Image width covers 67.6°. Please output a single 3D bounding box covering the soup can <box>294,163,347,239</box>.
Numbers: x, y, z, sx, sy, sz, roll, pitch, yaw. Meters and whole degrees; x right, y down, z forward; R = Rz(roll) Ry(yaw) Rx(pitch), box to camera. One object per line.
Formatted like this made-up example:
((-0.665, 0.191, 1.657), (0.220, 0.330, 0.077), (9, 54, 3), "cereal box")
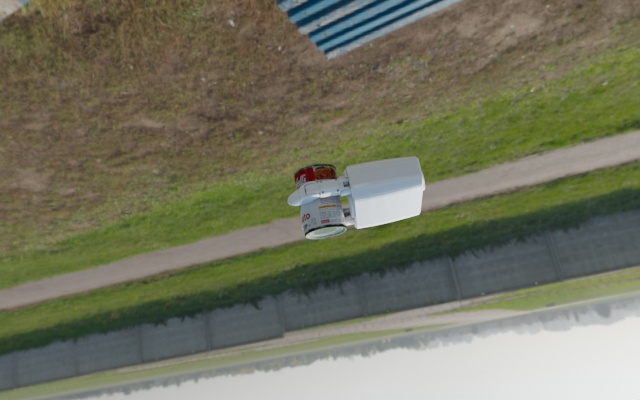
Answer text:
((0.000, 0.003, 0.743), (0.068, 0.102, 0.068), (-10, -18, -3), "soup can")
